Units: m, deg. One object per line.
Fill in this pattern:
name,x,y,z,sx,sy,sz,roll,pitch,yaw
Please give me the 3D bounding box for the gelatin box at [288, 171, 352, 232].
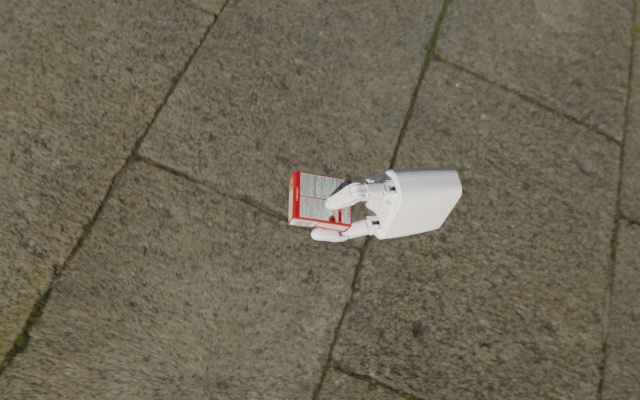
gelatin box,0.000,0.002,0.679,0.089,0.073,0.030,9,-25,-19
